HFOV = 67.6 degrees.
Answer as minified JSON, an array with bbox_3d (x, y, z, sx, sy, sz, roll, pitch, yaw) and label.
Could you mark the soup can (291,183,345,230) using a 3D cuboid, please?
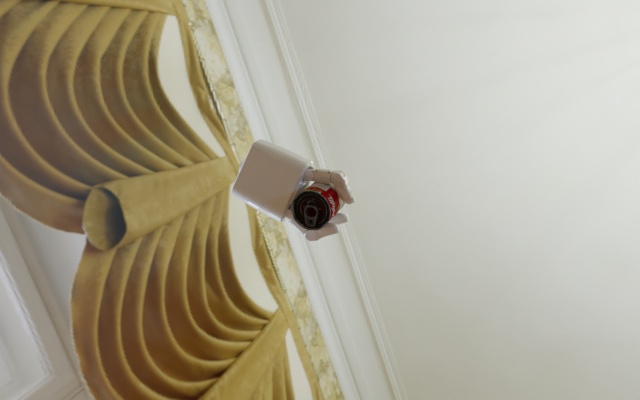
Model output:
[{"bbox_3d":[0.001,0.003,0.815,0.068,0.068,0.102,0,16,20],"label":"soup can"}]
